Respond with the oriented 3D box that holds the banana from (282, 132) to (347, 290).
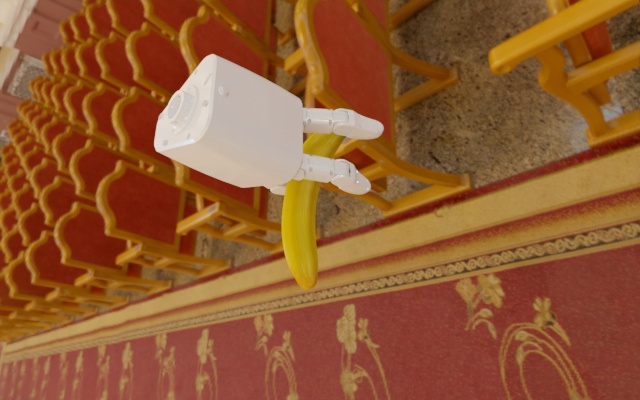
[{"bbox_3d":[-0.012,-0.002,0.535,0.069,0.197,0.037,3,-16,46],"label":"banana"}]
